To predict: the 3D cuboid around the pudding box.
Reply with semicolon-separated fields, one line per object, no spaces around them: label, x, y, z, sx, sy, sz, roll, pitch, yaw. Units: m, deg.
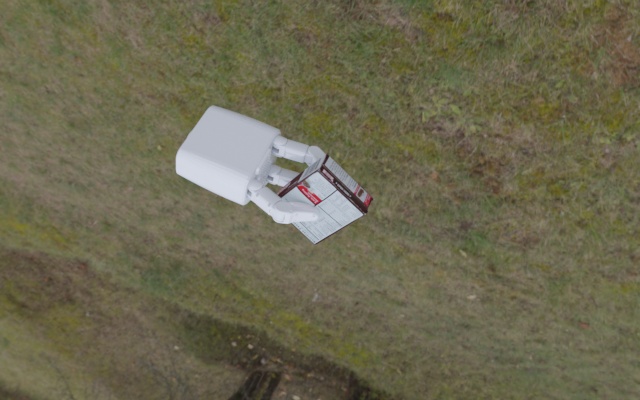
pudding box;0.000;0.002;0.645;0.113;0.090;0.039;-34;20;43
